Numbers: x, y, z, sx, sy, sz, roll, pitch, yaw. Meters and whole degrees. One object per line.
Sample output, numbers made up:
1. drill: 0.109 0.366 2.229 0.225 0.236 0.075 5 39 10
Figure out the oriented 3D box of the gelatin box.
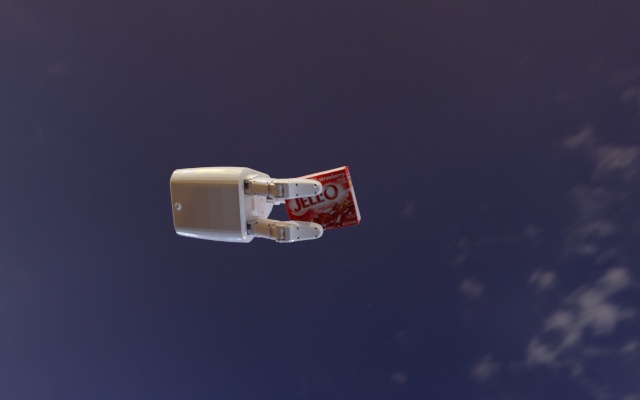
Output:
1. gelatin box: 0.001 0.002 0.614 0.089 0.073 0.030 -12 9 12
